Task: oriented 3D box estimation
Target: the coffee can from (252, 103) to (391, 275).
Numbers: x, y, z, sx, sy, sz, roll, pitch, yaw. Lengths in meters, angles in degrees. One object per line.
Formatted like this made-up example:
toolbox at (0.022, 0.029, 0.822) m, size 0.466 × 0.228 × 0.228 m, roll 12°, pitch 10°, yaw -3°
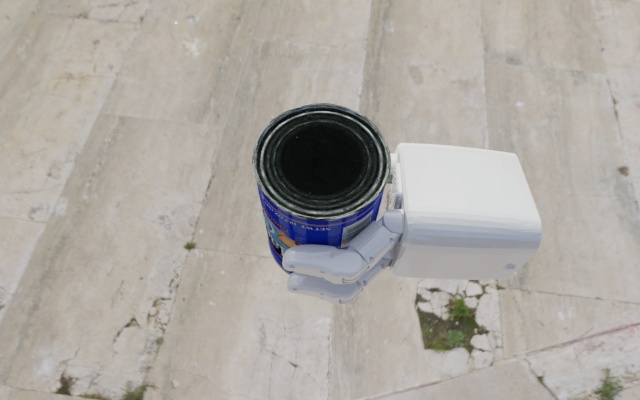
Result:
coffee can at (0.000, 0.001, 0.412) m, size 0.103 × 0.102 × 0.140 m, roll 0°, pitch -28°, yaw -1°
